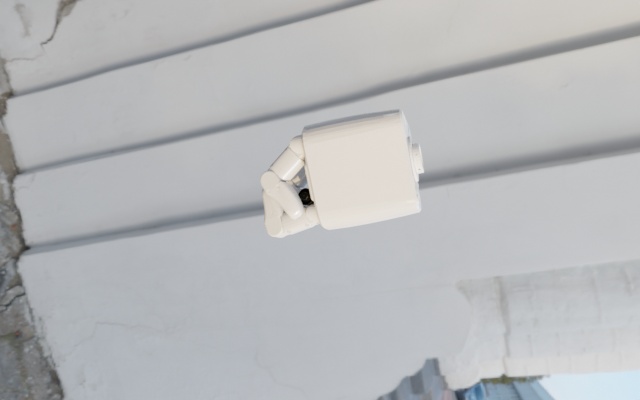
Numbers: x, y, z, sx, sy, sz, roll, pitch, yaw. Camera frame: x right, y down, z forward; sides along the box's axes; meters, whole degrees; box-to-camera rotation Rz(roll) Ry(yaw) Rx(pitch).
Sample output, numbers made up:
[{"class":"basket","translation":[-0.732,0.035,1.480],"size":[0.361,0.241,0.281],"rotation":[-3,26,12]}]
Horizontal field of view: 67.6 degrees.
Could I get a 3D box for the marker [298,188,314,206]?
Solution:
[{"class":"marker","translation":[0.000,0.002,0.566],"size":[0.020,0.020,0.121],"rotation":[0,-7,17]}]
